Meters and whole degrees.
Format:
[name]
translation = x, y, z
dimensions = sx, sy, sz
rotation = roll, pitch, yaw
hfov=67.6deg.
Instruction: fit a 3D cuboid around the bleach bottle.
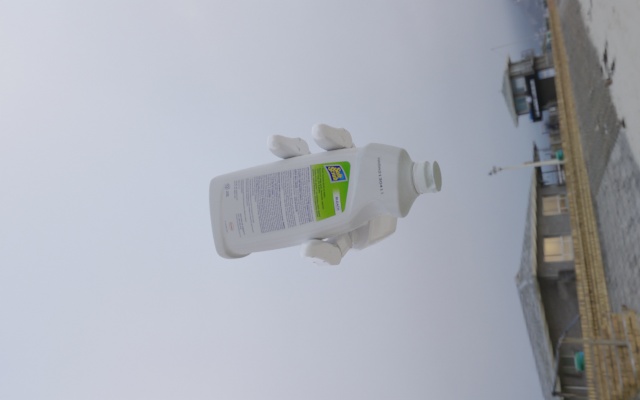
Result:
[bleach bottle]
translation = 0.000, 0.002, 0.500
dimensions = 0.251, 0.102, 0.068
rotation = -8, -1, 28
